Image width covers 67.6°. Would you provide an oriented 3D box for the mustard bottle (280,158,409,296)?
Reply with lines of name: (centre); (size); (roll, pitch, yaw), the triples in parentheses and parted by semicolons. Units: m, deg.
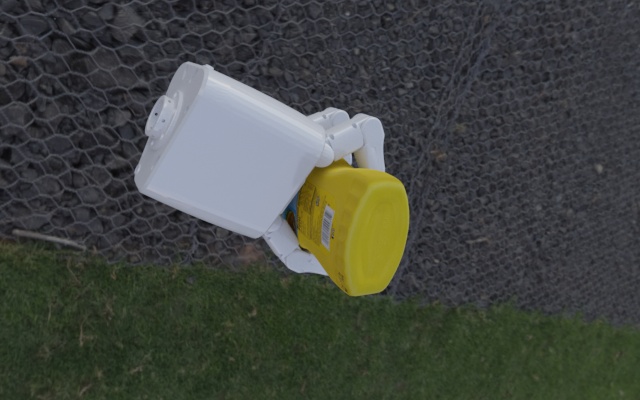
mustard bottle: (0.000, 0.002, 0.434); (0.058, 0.096, 0.191); (-3, 20, -28)
